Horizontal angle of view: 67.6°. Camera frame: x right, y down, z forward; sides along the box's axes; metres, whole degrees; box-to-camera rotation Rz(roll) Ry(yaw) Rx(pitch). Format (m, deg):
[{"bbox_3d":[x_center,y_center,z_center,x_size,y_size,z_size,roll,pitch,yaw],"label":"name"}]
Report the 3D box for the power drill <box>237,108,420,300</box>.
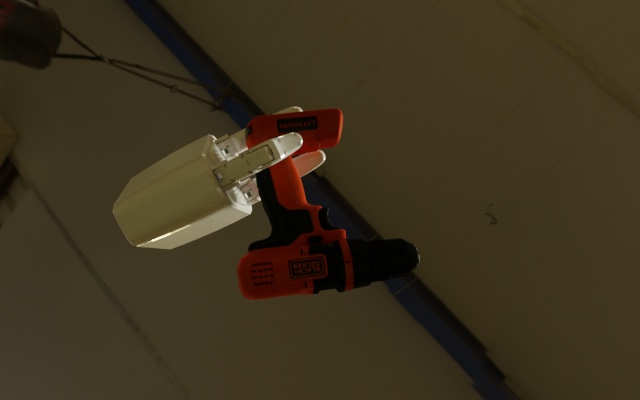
[{"bbox_3d":[0.000,0.001,0.494,0.184,0.187,0.057,-6,-14,-10],"label":"power drill"}]
